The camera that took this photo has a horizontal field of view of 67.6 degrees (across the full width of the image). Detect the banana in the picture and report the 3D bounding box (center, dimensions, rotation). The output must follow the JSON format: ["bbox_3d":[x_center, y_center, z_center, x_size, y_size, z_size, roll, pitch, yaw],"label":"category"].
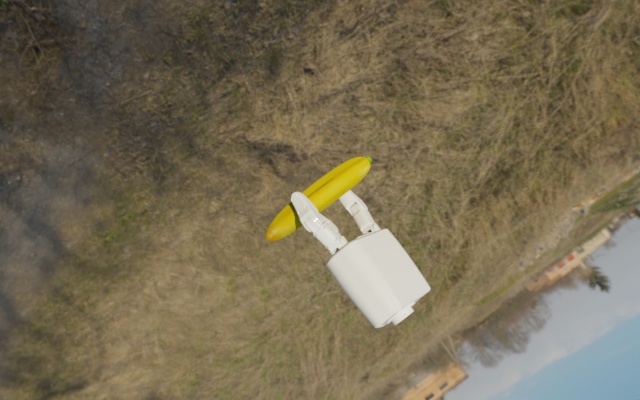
[{"bbox_3d":[0.002,-0.005,0.680,0.198,0.037,0.070,-36,-14,-6],"label":"banana"}]
